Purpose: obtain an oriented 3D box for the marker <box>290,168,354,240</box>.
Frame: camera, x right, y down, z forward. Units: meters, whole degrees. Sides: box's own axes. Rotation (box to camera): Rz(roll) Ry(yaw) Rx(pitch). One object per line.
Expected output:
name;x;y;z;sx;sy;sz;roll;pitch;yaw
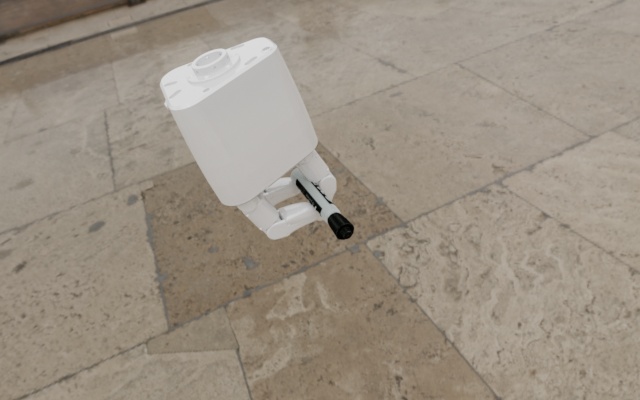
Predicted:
marker;0.000;0.002;0.476;0.020;0.020;0.121;0;30;-28
